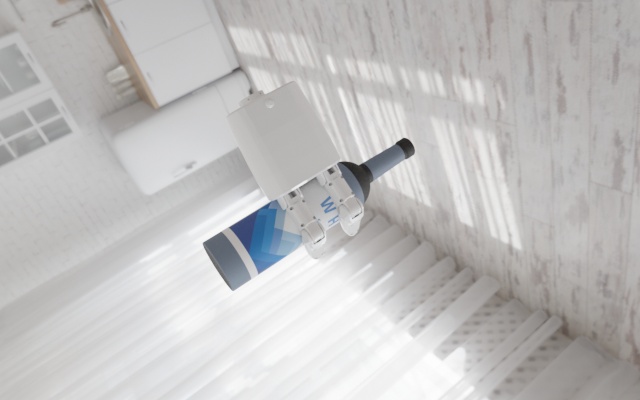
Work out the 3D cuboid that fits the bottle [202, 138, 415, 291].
[{"bbox_3d":[0.000,0.002,0.592,0.295,0.069,0.069,-32,11,-19],"label":"bottle"}]
